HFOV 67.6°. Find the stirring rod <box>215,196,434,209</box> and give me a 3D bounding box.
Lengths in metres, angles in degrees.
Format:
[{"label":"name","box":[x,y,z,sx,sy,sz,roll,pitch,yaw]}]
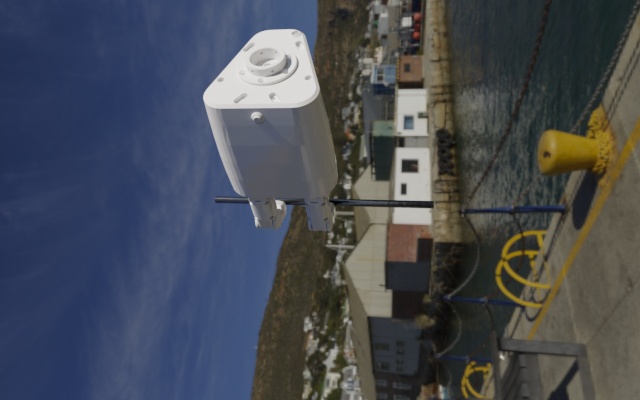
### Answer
[{"label":"stirring rod","box":[0.000,0.002,0.521,0.239,0.011,0.011,1,0,10]}]
